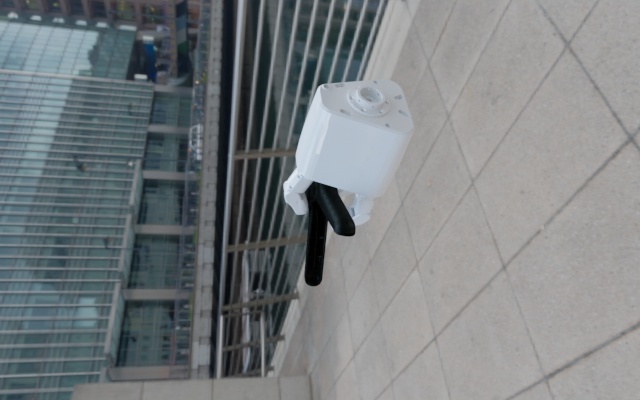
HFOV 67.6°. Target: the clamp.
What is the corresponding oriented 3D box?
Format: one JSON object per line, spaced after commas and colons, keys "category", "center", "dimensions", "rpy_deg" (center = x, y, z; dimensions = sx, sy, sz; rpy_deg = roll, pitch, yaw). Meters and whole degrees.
{"category": "clamp", "center": [-0.001, 0.001, 0.648], "dimensions": [0.036, 0.209, 0.165], "rpy_deg": [5, -39, -16]}
